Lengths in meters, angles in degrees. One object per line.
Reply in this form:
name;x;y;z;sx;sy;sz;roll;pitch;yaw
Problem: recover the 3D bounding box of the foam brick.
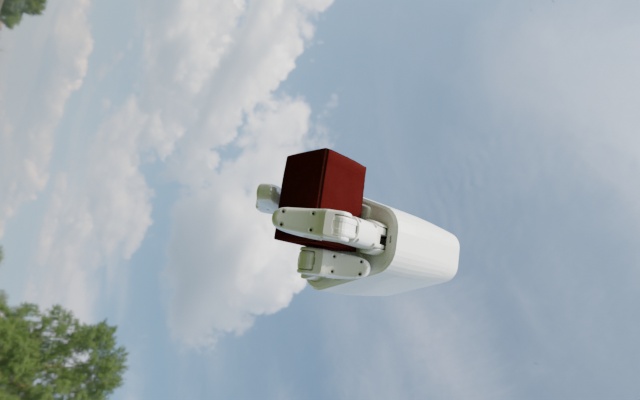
foam brick;0.000;0.001;0.412;0.051;0.078;0.053;17;-13;-41
